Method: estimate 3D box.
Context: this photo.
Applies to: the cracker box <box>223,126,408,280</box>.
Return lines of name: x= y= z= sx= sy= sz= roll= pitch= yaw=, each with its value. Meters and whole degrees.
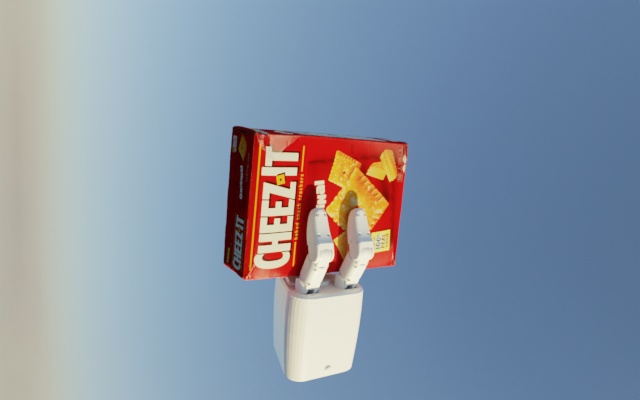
cracker box: x=0.000 y=0.002 z=0.576 sx=0.214 sy=0.164 sz=0.072 roll=-1 pitch=11 yaw=-32
